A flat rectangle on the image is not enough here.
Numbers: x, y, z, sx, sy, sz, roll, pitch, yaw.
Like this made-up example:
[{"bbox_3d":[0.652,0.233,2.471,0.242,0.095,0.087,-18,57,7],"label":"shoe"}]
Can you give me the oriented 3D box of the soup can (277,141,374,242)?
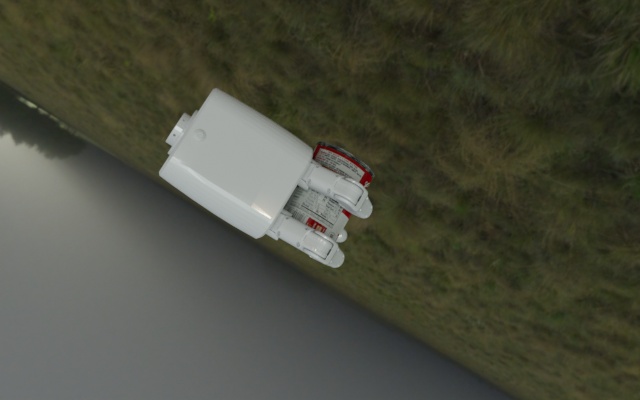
[{"bbox_3d":[0.000,0.002,0.481,0.068,0.102,0.068,30,-8,5],"label":"soup can"}]
